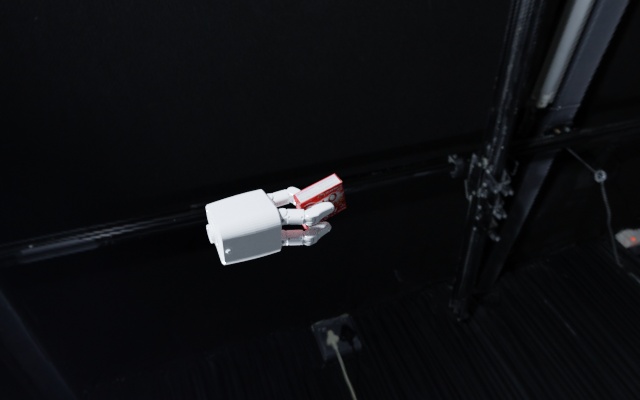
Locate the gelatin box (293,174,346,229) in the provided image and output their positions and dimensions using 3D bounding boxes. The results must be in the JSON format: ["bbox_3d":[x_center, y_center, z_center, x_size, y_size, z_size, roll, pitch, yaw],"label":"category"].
[{"bbox_3d":[0.000,0.002,0.860,0.089,0.073,0.030,-28,50,-13],"label":"gelatin box"}]
